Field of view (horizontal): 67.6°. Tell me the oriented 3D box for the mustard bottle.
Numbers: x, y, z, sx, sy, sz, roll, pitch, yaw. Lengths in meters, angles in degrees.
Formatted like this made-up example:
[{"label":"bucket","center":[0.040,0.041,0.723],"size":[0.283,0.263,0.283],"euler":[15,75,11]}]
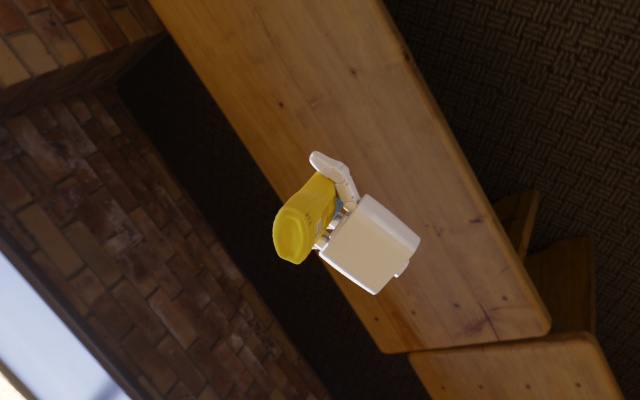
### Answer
[{"label":"mustard bottle","center":[0.000,0.002,0.709],"size":[0.058,0.096,0.191],"euler":[19,38,18]}]
